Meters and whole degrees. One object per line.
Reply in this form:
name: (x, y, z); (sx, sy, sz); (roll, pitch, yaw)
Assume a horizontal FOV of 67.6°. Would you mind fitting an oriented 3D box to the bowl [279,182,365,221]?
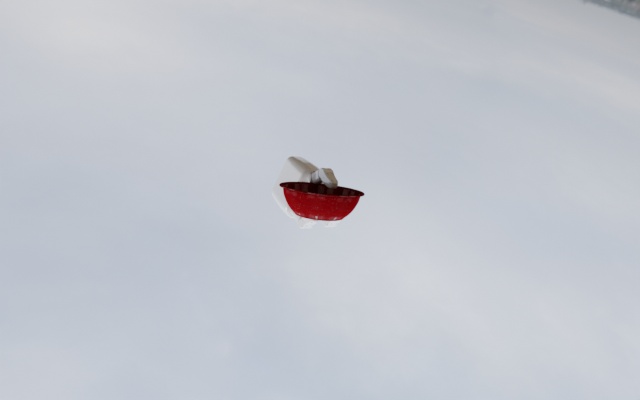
bowl: (0.000, 0.004, 0.898); (0.162, 0.055, 0.162); (6, 8, -1)
